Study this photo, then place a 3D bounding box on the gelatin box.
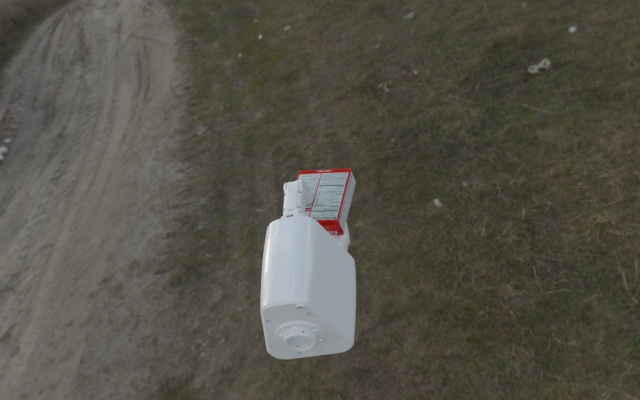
[{"bbox_3d":[0.000,0.001,0.602,0.073,0.089,0.030,-2,-39,22],"label":"gelatin box"}]
